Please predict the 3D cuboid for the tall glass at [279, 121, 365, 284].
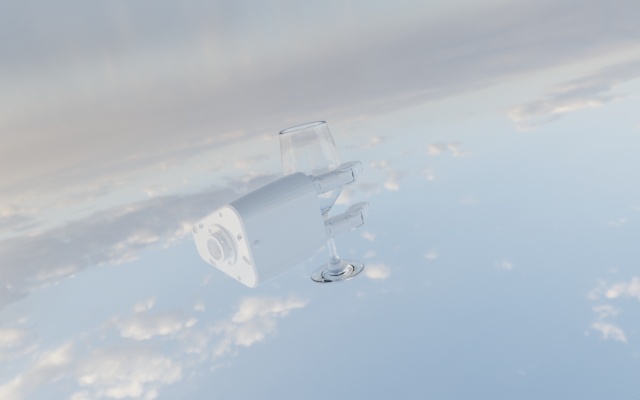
[{"bbox_3d":[0.000,0.003,0.620,0.079,0.201,0.079,-13,13,3],"label":"tall glass"}]
